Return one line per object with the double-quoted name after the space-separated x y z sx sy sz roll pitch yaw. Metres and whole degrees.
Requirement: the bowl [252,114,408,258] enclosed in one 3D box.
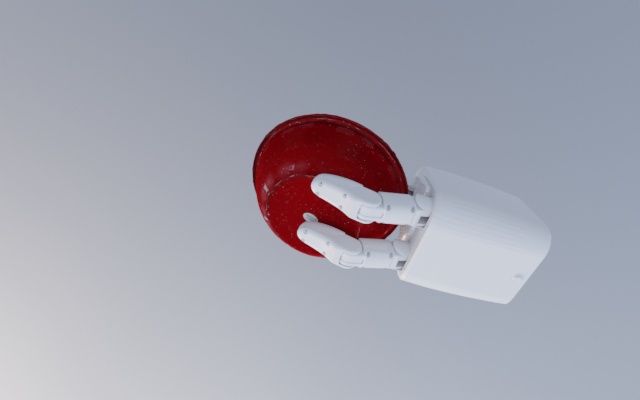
-0.001 0.002 0.460 0.162 0.162 0.055 0 33 19 "bowl"
